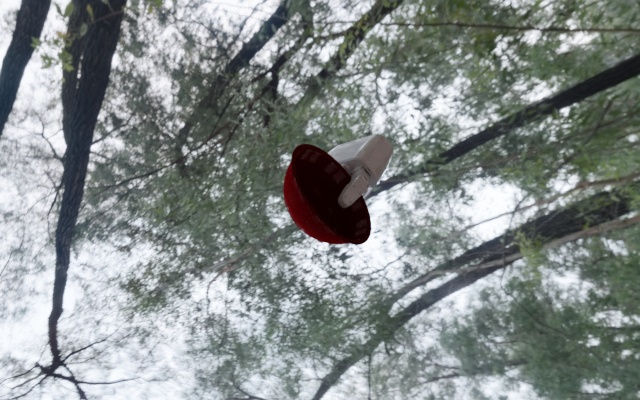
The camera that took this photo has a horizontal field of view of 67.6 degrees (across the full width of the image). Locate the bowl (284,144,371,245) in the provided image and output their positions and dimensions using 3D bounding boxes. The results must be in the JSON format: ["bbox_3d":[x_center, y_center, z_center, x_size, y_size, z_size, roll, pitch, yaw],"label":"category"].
[{"bbox_3d":[-0.001,0.003,0.667,0.055,0.162,0.162,-35,-18,27],"label":"bowl"}]
